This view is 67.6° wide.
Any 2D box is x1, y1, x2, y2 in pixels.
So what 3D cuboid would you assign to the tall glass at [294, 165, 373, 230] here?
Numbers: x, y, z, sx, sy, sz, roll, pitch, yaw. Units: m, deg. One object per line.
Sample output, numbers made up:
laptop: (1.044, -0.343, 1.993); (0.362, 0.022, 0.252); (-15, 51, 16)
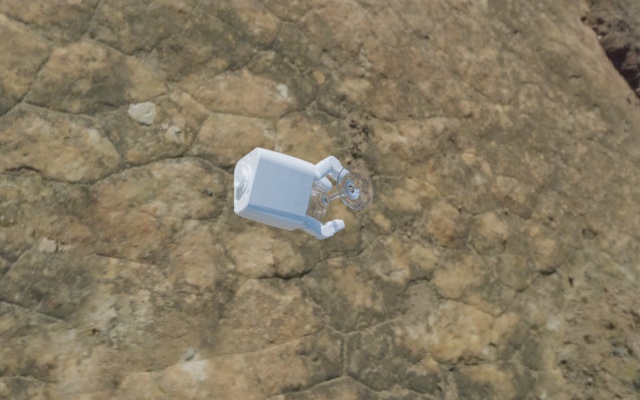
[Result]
tall glass: (0.001, 0.003, 0.847); (0.079, 0.079, 0.201); (0, -14, -36)
